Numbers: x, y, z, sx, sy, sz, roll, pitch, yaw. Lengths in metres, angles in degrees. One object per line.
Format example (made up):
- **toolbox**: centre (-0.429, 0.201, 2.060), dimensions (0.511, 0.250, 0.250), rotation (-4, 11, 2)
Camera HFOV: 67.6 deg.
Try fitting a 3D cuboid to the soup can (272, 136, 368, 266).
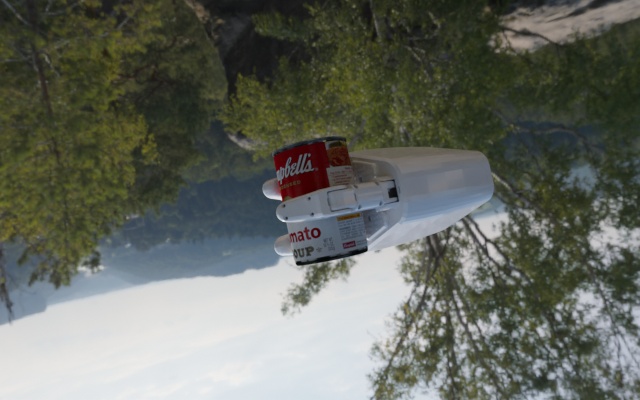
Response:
- **soup can**: centre (0.000, 0.002, 0.424), dimensions (0.068, 0.102, 0.068), rotation (-11, -3, -1)
